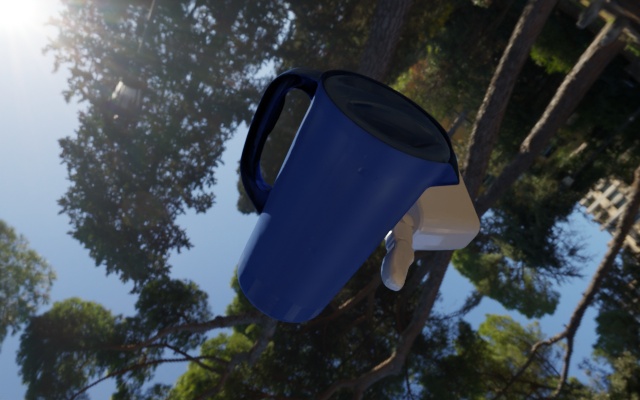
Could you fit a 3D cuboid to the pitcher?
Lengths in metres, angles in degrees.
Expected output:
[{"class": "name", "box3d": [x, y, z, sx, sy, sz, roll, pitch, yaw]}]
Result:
[{"class": "pitcher", "box3d": [0.000, 0.002, 0.468, 0.145, 0.243, 0.149, 5, 41, -37]}]
